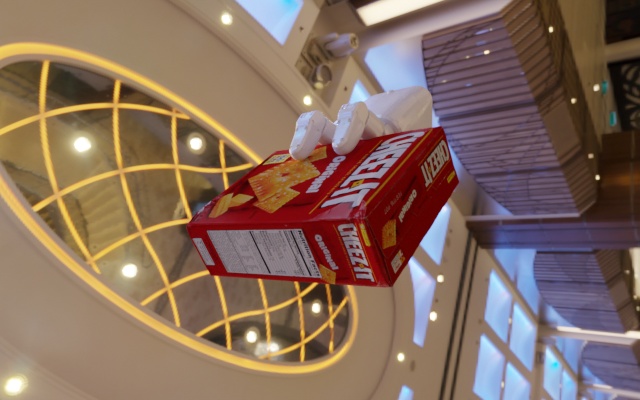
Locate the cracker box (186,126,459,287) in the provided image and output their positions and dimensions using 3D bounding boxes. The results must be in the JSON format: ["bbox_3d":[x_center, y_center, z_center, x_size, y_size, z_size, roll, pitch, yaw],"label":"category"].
[{"bbox_3d":[0.000,0.002,0.462,0.214,0.072,0.164,-4,29,39],"label":"cracker box"}]
